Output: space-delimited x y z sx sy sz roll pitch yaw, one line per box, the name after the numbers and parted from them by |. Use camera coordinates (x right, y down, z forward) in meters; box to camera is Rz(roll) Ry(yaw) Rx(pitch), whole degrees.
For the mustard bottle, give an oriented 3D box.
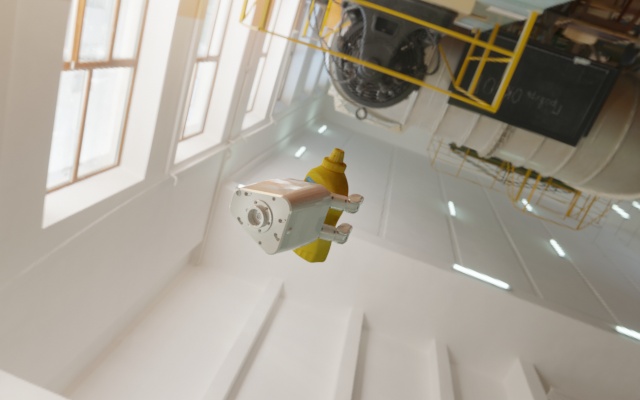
0.000 0.003 0.809 0.058 0.192 0.096 4 25 -37 | mustard bottle
